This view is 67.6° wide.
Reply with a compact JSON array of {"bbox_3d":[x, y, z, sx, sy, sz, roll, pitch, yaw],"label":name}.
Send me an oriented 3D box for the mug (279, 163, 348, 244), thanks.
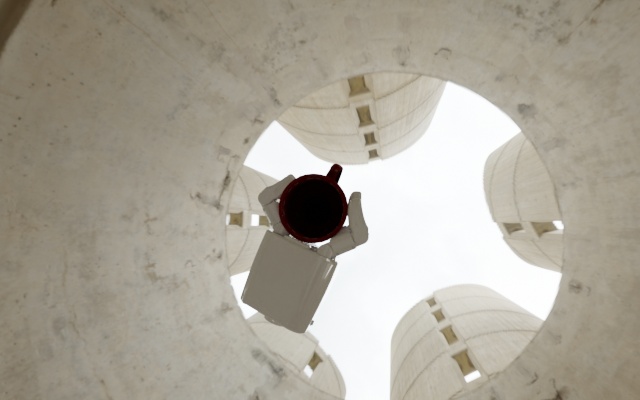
[{"bbox_3d":[0.001,0.001,0.670,0.093,0.117,0.081,24,-1,9],"label":"mug"}]
